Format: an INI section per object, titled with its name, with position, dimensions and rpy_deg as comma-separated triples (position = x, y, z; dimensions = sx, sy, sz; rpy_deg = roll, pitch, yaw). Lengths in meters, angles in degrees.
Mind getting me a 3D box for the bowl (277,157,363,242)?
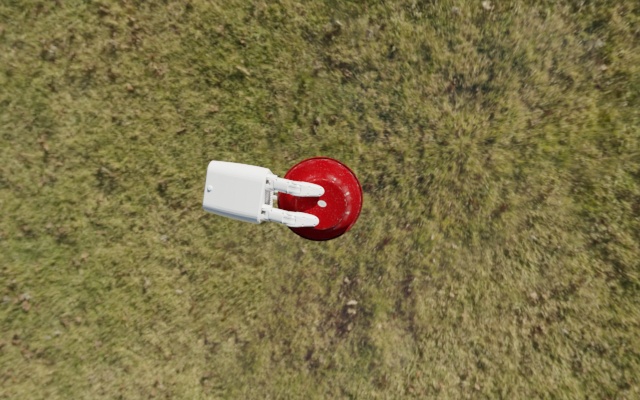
[bowl]
position = 0.001, 0.003, 0.870
dimensions = 0.162, 0.162, 0.055
rpy_deg = 0, 10, -2
